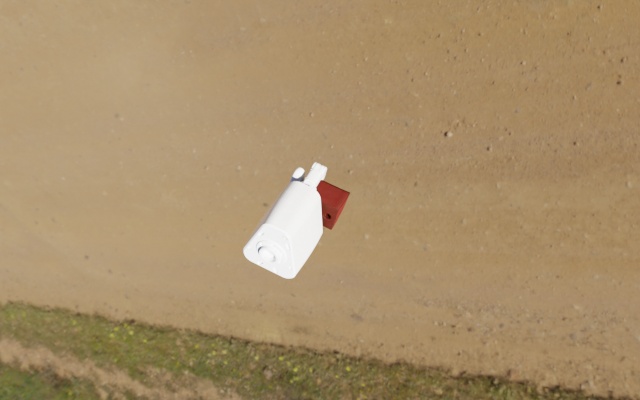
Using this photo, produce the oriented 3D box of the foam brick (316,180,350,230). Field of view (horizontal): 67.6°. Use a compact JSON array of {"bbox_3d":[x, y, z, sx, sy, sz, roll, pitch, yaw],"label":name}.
[{"bbox_3d":[0.000,0.003,0.802,0.078,0.053,0.051,25,44,7],"label":"foam brick"}]
